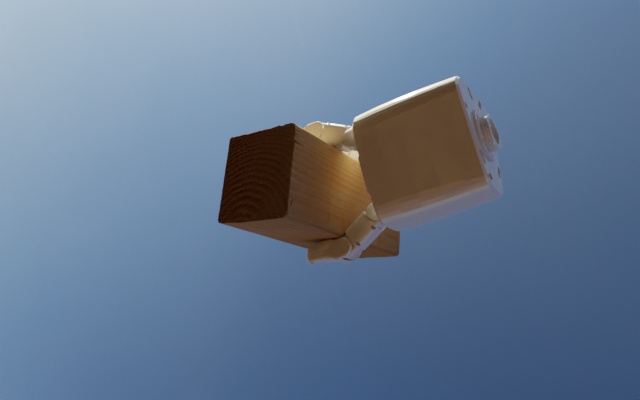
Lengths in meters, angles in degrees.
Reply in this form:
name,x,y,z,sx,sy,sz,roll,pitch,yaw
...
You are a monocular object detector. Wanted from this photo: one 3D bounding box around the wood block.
name,x,y,z,sx,sy,sz,roll,pitch,yaw
wood block,0.000,0.002,0.520,0.090,0.090,0.206,-6,-19,36
